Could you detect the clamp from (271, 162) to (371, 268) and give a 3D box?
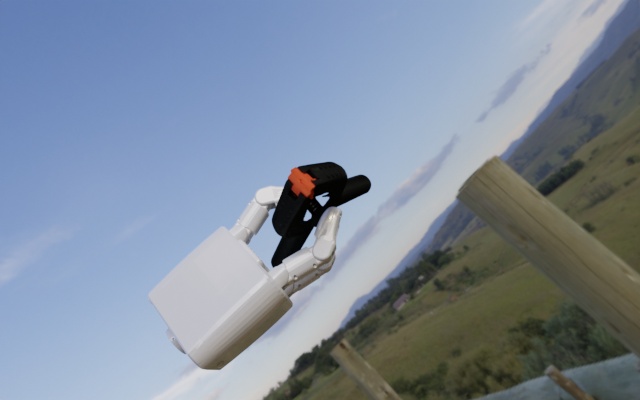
[{"bbox_3d":[-0.001,0.001,0.524,0.164,0.036,0.210,-43,-14,-12],"label":"clamp"}]
